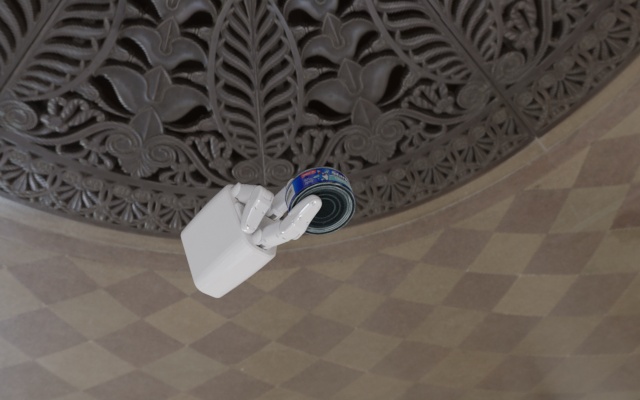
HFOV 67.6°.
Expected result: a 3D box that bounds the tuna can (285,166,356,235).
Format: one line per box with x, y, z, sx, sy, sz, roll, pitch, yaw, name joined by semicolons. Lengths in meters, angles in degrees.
0.000;0.002;0.597;0.086;0.086;0.033;0;37;-14;tuna can
